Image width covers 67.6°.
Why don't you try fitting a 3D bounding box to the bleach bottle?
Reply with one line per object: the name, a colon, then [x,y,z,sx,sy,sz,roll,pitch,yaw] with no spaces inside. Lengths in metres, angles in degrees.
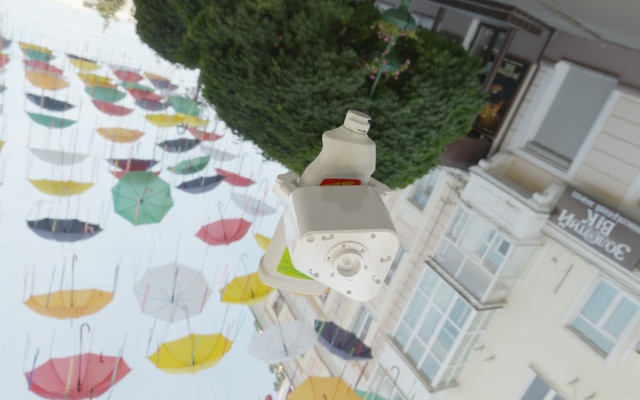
bleach bottle: [0.000,0.002,0.625,0.102,0.251,0.068,15,22,-13]
